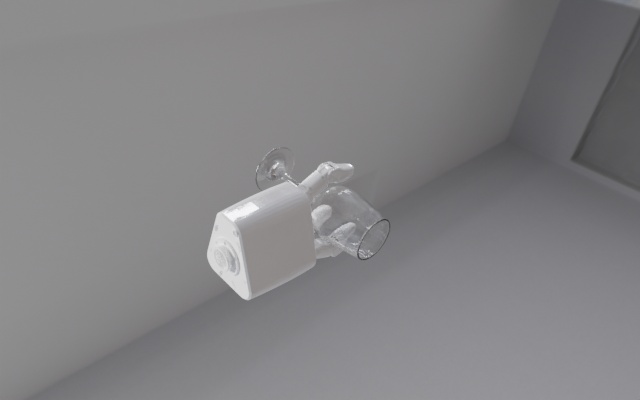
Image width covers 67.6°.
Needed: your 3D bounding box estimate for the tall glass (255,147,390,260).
[{"bbox_3d":[0.000,0.002,0.658,0.201,0.079,0.079,35,21,33],"label":"tall glass"}]
